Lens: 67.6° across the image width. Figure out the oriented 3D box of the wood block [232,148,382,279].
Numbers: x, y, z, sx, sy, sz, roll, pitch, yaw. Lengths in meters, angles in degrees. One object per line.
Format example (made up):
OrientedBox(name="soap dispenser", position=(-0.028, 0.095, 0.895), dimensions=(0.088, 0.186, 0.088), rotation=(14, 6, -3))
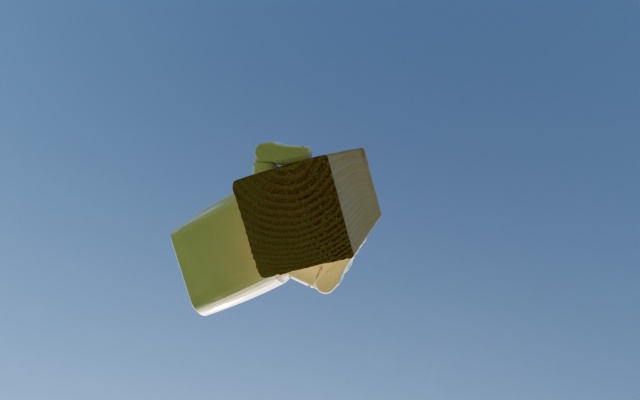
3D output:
OrientedBox(name="wood block", position=(0.000, 0.001, 0.497), dimensions=(0.090, 0.091, 0.206), rotation=(-15, 4, 15))
